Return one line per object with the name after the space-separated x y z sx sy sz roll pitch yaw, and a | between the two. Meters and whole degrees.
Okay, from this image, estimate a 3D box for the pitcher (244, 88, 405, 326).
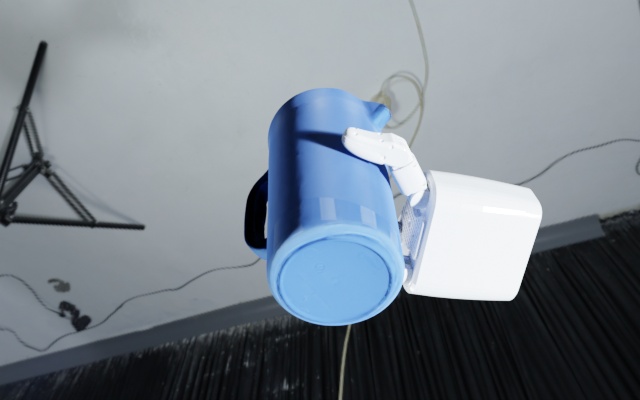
0.000 0.002 0.466 0.145 0.149 0.242 9 33 -8 | pitcher
